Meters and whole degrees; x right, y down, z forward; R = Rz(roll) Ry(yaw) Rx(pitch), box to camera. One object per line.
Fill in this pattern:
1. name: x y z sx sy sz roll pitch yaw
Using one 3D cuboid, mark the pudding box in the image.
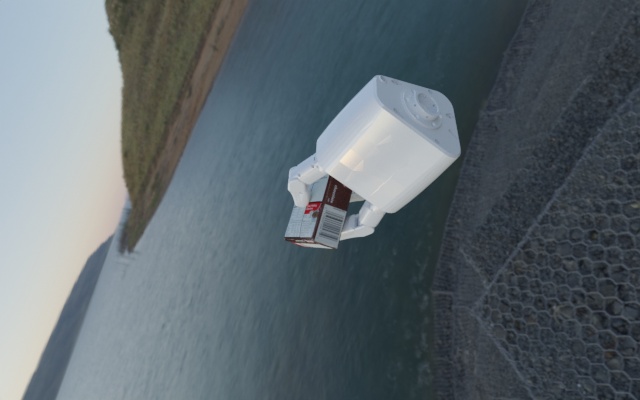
1. pudding box: 0.000 0.002 0.600 0.039 0.113 0.090 22 -13 -23
